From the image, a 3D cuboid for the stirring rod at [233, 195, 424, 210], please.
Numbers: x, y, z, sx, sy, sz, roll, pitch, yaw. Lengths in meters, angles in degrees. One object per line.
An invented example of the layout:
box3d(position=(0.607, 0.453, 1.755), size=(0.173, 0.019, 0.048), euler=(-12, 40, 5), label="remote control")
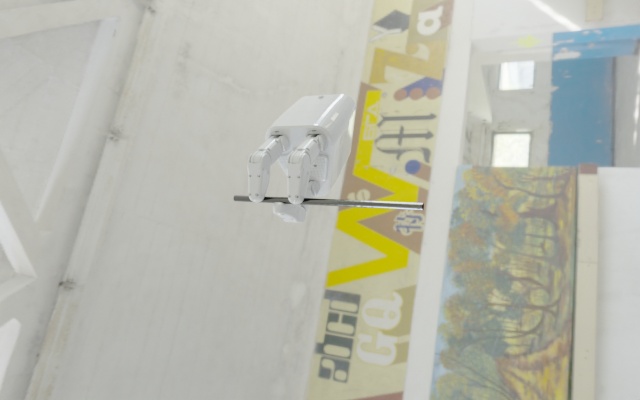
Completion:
box3d(position=(0.000, 0.002, 0.558), size=(0.239, 0.011, 0.011), euler=(3, 1, 25), label="stirring rod")
